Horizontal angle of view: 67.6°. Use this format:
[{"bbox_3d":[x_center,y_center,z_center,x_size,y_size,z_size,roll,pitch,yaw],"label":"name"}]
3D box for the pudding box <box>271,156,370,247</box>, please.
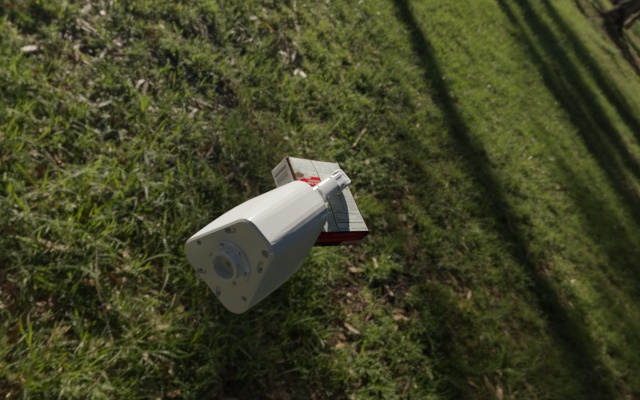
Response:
[{"bbox_3d":[0.000,0.002,0.590,0.090,0.113,0.039,4,-35,-43],"label":"pudding box"}]
